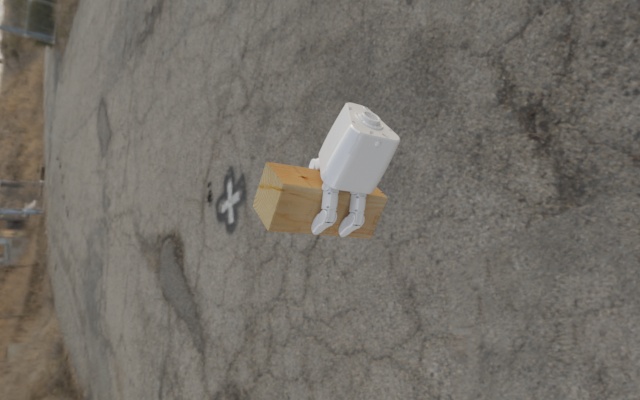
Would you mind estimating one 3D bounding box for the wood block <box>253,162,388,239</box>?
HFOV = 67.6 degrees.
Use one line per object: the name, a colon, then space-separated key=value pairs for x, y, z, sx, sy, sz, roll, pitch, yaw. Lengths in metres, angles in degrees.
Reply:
wood block: x=0.000 y=0.002 z=0.841 sx=0.206 sy=0.090 sz=0.090 roll=7 pitch=25 yaw=-30
